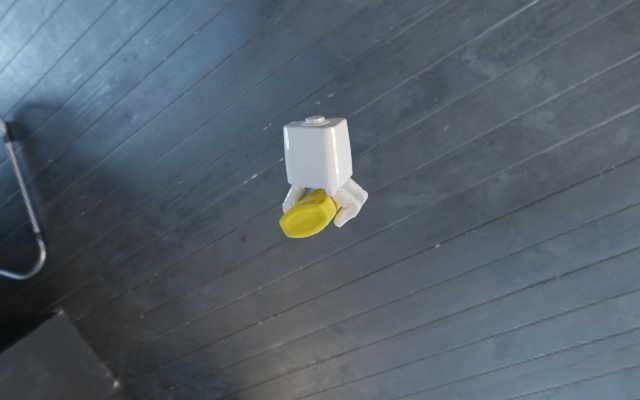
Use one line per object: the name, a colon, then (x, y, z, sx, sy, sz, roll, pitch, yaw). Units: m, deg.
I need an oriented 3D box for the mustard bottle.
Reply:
mustard bottle: (0.000, 0.003, 0.894, 0.096, 0.058, 0.191, -25, 11, 25)
